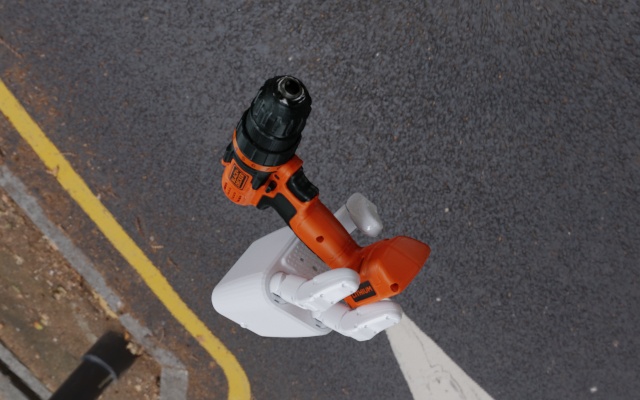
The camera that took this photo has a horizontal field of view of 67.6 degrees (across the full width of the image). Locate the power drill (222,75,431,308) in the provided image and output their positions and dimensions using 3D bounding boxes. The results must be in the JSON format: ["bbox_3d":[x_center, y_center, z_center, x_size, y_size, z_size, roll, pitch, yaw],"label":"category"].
[{"bbox_3d":[0.000,0.002,0.403,0.057,0.187,0.184,-45,0,-26],"label":"power drill"}]
